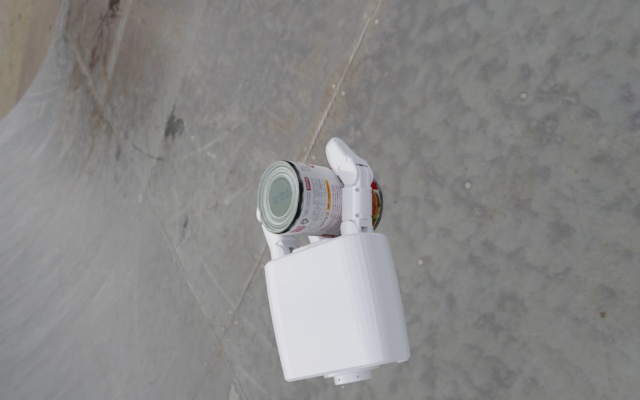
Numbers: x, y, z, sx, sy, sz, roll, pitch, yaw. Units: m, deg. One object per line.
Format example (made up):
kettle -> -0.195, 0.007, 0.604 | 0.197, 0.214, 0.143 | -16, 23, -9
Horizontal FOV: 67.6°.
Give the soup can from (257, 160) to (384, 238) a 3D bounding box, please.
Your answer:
soup can -> 0.000, 0.001, 0.451 | 0.102, 0.068, 0.068 | 6, -4, -40
